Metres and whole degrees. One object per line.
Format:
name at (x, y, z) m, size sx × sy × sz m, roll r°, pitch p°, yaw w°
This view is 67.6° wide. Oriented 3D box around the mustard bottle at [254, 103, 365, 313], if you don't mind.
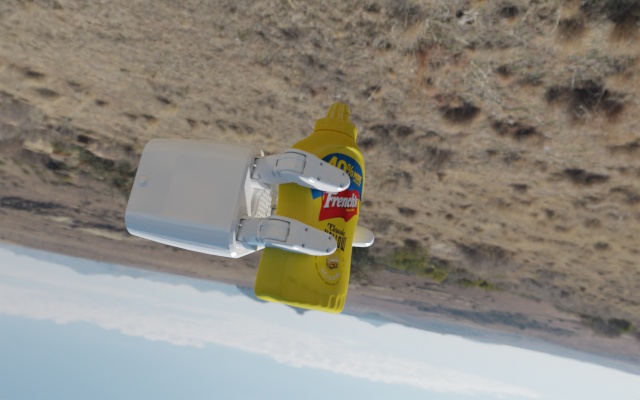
mustard bottle at (0.000, 0.002, 0.437) m, size 0.058 × 0.191 × 0.096 m, roll 1°, pitch -16°, yaw 39°
